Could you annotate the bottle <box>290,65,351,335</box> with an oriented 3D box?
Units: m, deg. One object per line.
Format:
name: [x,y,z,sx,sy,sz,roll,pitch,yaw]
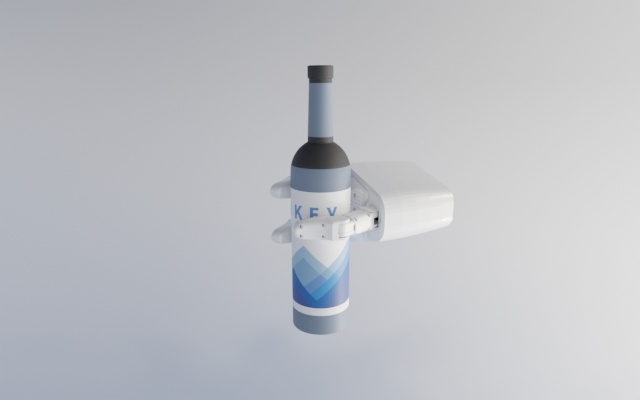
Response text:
bottle: [0.000,0.002,0.535,0.069,0.296,0.069,0,15,0]
